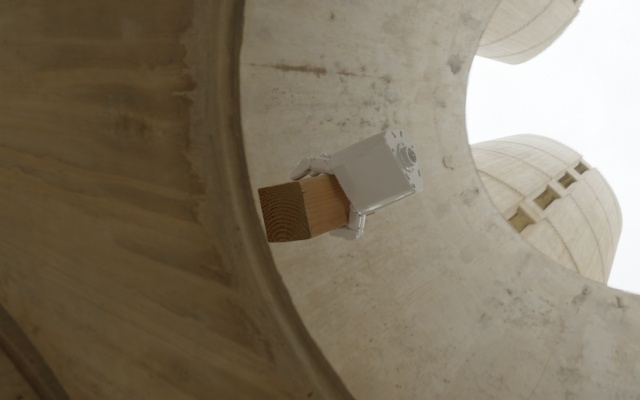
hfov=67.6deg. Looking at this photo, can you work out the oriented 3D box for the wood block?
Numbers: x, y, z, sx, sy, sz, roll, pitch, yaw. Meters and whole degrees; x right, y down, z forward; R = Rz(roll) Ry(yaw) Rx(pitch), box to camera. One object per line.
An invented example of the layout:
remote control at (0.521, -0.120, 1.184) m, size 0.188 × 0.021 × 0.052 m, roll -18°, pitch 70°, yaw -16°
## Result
wood block at (0.001, 0.003, 0.814) m, size 0.090 × 0.091 × 0.206 m, roll -9°, pitch 4°, yaw 36°
